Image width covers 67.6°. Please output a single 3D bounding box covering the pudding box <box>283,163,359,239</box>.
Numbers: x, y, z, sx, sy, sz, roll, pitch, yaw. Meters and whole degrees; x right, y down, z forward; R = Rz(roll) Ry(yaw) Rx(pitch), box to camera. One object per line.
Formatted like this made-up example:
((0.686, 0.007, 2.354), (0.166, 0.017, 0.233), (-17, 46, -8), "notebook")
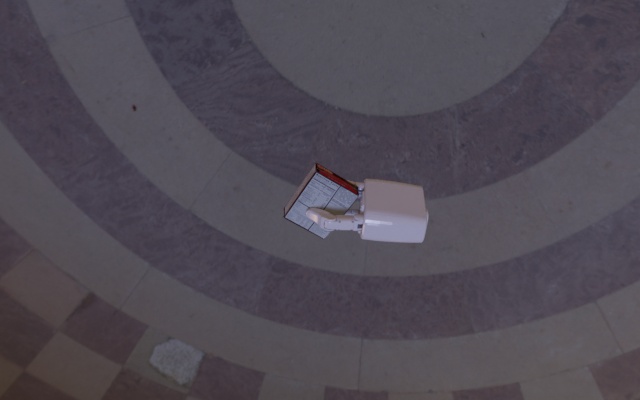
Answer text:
((0.000, 0.003, 0.836), (0.090, 0.113, 0.039), (30, 24, -14), "pudding box")
